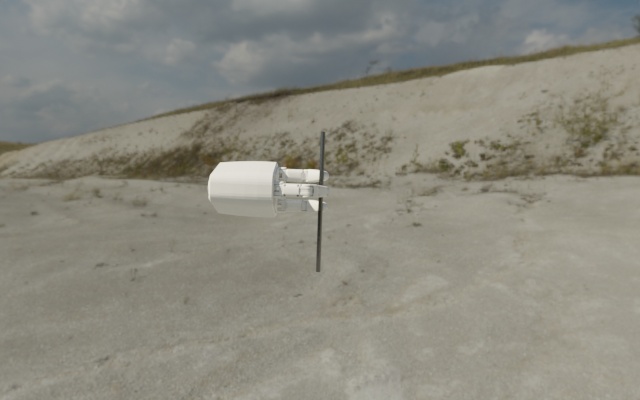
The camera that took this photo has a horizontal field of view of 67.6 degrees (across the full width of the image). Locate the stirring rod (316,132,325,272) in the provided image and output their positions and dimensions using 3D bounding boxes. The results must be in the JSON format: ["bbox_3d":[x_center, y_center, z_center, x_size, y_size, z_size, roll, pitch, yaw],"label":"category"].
[{"bbox_3d":[0.000,0.003,0.820,0.011,0.239,0.011,2,1,0],"label":"stirring rod"}]
